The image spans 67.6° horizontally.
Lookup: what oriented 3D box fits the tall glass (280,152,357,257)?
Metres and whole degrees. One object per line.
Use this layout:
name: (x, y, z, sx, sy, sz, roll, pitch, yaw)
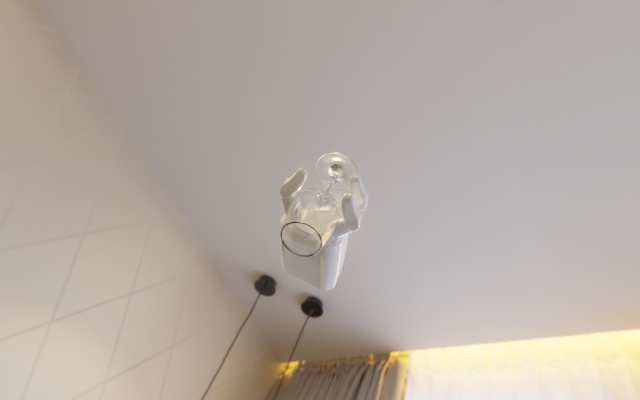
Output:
tall glass: (0.000, 0.002, 0.750, 0.079, 0.079, 0.201, 0, 32, 19)
